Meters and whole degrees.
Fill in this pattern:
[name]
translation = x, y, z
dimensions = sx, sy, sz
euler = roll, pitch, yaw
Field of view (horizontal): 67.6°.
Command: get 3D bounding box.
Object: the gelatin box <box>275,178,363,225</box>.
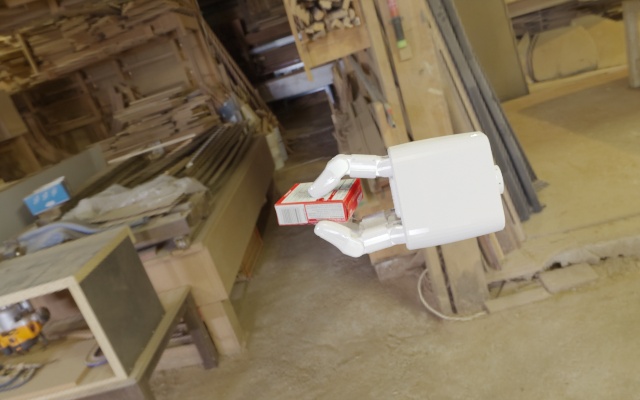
[gelatin box]
translation = 0.000, 0.001, 0.575
dimensions = 0.089, 0.030, 0.073
euler = -3, 21, 20
